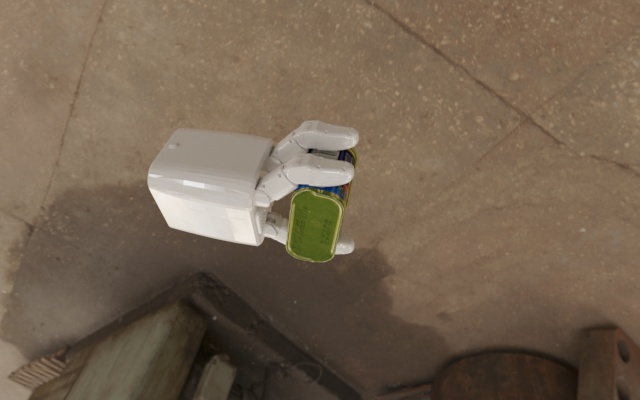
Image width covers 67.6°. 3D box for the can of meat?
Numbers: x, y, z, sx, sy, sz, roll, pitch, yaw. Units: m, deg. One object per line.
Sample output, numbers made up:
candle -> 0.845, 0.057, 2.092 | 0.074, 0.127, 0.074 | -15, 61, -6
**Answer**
can of meat -> 0.000, 0.002, 0.493 | 0.057, 0.102, 0.084 | 12, 42, 3
